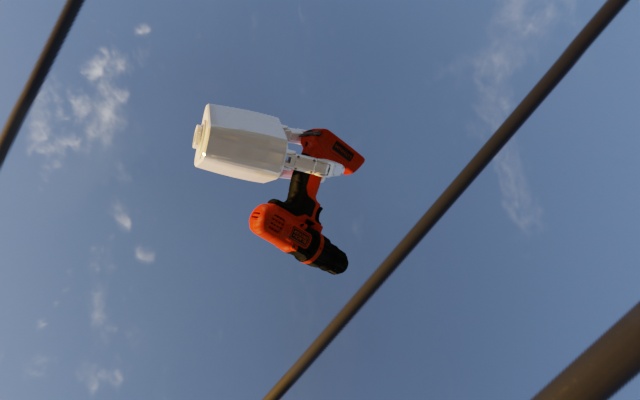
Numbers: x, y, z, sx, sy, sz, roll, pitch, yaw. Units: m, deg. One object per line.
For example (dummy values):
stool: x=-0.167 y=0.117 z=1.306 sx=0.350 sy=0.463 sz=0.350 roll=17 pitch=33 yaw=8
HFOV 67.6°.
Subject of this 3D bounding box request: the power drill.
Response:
power drill: x=0.000 y=0.002 z=0.716 sx=0.184 sy=0.187 sz=0.057 roll=34 pitch=-21 yaw=-36
